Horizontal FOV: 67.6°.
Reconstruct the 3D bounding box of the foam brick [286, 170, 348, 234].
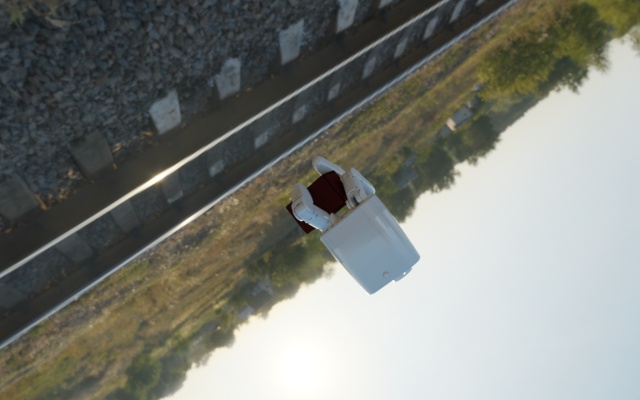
[{"bbox_3d":[0.000,0.002,0.683,0.078,0.051,0.053,-40,-5,23],"label":"foam brick"}]
